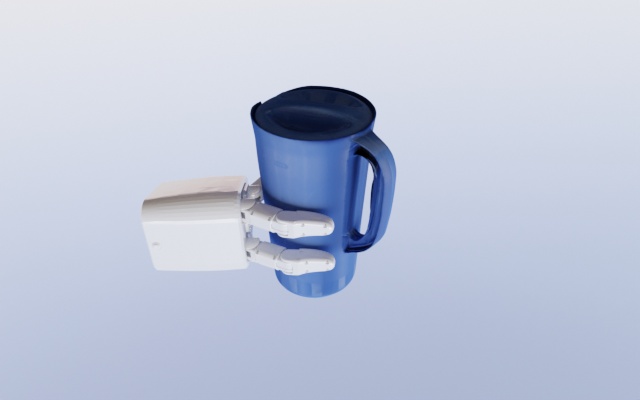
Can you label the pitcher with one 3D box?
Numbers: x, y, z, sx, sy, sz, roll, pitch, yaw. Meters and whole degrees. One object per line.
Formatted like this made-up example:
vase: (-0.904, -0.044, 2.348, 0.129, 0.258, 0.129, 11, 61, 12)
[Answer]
pitcher: (0.000, 0.002, 0.562, 0.145, 0.243, 0.149, -2, 36, -2)
